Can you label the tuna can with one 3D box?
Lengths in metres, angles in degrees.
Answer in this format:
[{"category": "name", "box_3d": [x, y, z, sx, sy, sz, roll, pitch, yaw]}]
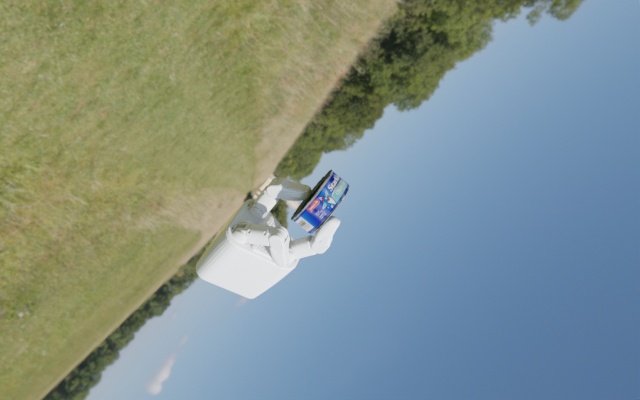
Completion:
[{"category": "tuna can", "box_3d": [0.001, 0.002, 0.636, 0.034, 0.086, 0.086, 39, -5, -6]}]
